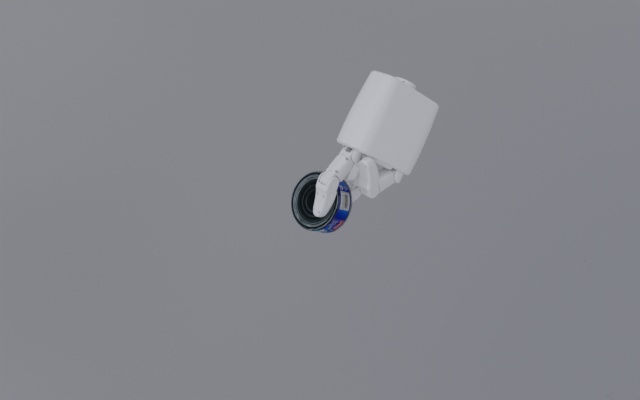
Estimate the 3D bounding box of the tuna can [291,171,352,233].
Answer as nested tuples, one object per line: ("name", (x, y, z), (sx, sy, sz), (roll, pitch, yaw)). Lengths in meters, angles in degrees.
("tuna can", (0.000, 0.002, 0.673), (0.086, 0.086, 0.034), (0, -8, 37))
